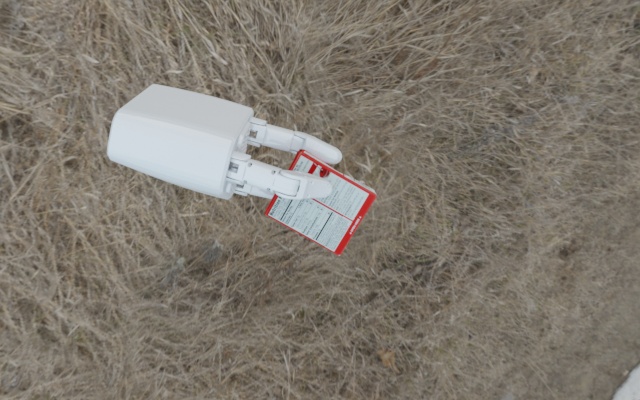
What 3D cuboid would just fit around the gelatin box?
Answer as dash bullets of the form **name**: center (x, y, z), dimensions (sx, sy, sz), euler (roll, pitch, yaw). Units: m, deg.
- **gelatin box**: center (0.000, 0.002, 0.478), dimensions (0.089, 0.073, 0.030), euler (29, 11, -3)
